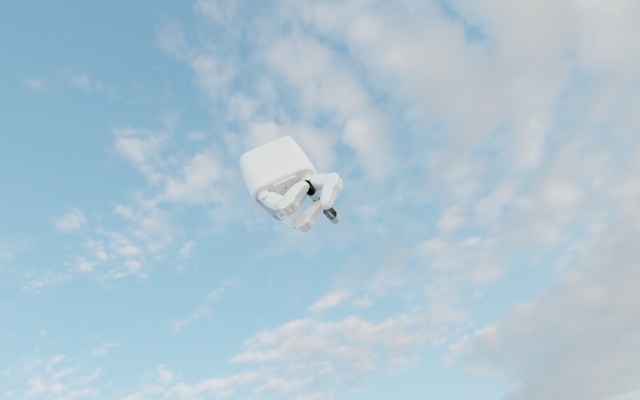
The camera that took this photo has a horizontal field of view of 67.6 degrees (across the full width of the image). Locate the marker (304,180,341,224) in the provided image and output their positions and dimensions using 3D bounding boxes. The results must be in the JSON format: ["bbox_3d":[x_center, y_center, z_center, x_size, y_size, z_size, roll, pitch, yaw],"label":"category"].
[{"bbox_3d":[0.000,0.003,0.807,0.020,0.020,0.121,0,-31,32],"label":"marker"}]
